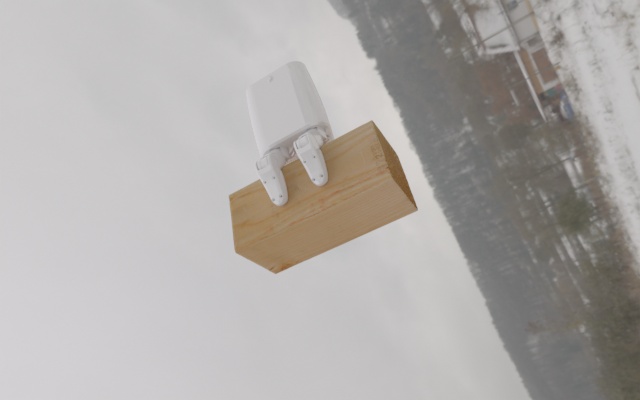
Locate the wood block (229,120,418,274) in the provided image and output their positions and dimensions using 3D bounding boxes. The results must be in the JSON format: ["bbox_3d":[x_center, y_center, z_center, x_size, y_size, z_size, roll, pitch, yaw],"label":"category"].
[{"bbox_3d":[0.000,0.002,0.589,0.206,0.090,0.091,-26,-35,18],"label":"wood block"}]
